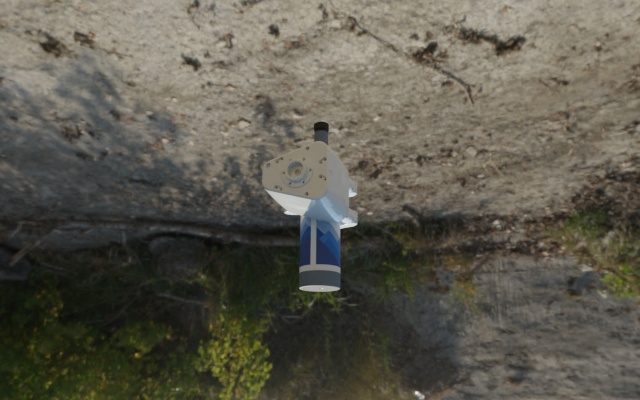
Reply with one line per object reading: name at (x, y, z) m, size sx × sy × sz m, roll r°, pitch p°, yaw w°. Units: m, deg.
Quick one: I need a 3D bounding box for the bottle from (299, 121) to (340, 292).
bottle at (0.000, 0.003, 0.814) m, size 0.069 × 0.295 × 0.069 m, roll 1°, pitch -19°, yaw 0°
